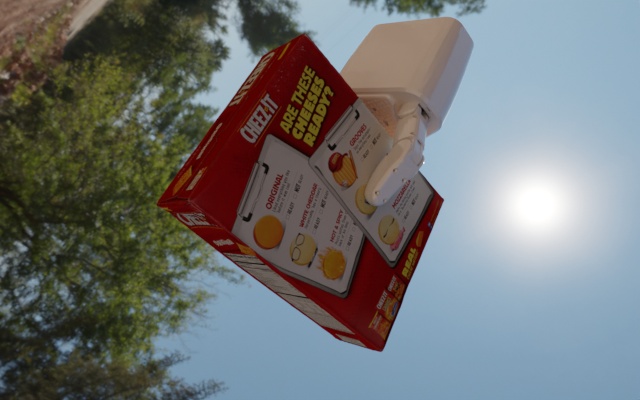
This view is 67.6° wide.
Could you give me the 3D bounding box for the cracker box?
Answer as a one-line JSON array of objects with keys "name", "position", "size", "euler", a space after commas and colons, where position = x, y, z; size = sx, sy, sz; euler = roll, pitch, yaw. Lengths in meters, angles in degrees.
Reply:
[{"name": "cracker box", "position": [0.000, 0.001, 0.405], "size": [0.214, 0.164, 0.072], "euler": [43, -28, -28]}]
